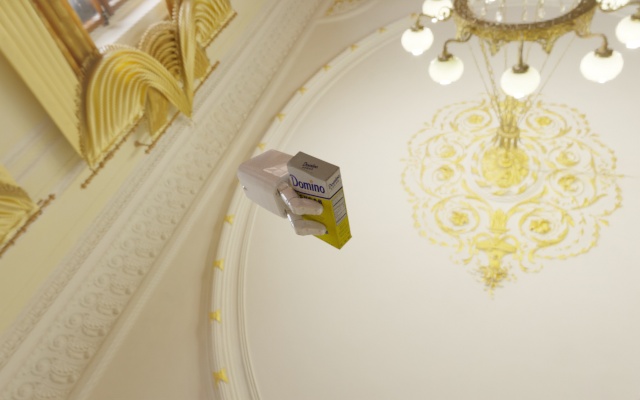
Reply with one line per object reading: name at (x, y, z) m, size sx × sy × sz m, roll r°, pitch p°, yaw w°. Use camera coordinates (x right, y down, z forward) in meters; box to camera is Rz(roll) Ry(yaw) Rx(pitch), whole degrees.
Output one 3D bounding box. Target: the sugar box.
sugar box at (0.000, 0.003, 0.852) m, size 0.093 × 0.176 × 0.048 m, roll 24°, pitch 57°, yaw 33°
